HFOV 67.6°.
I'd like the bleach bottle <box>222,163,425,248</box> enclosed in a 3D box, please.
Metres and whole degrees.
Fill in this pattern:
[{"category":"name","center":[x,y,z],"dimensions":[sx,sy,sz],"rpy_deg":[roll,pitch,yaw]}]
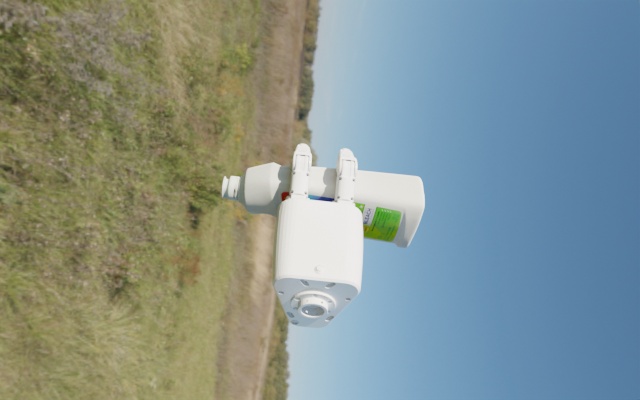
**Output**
[{"category":"bleach bottle","center":[0.000,0.002,0.622],"dimensions":[0.251,0.068,0.103],"rpy_deg":[6,-41,-4]}]
